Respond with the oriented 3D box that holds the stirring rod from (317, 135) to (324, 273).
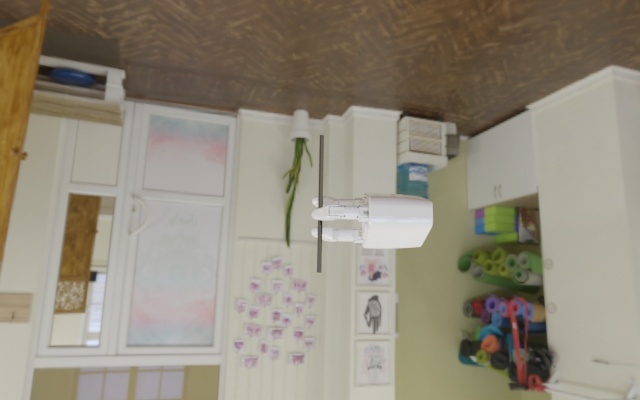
[{"bbox_3d":[0.000,0.003,0.821,0.011,0.239,0.011,1,-12,0],"label":"stirring rod"}]
